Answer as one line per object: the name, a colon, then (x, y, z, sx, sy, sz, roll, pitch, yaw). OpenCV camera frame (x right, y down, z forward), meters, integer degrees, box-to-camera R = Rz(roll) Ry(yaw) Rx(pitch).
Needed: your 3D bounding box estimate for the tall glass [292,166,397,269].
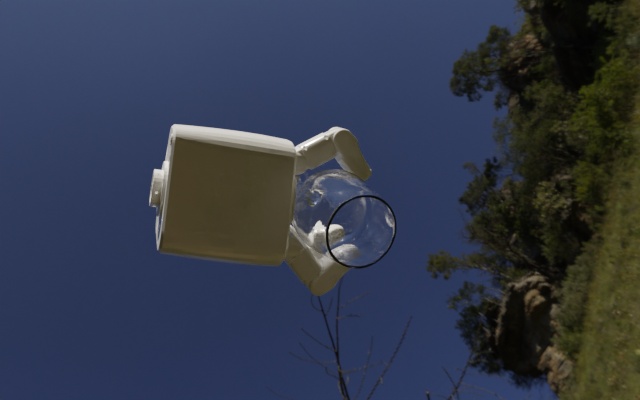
tall glass: (0.000, 0.001, 0.469, 0.079, 0.079, 0.201, 0, 14, -20)
